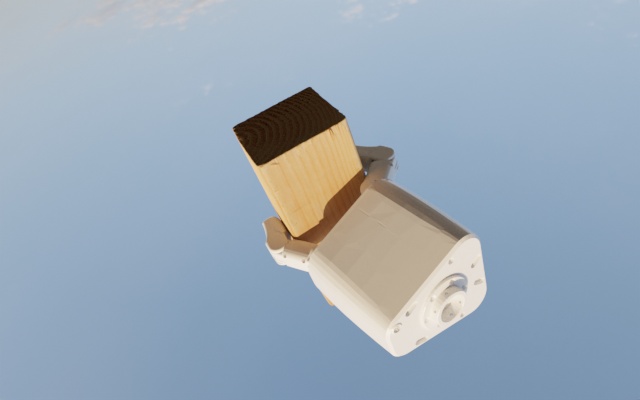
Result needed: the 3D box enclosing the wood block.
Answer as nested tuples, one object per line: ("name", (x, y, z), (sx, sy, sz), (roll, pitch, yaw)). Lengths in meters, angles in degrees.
("wood block", (0.000, 0.002, 0.501), (0.091, 0.206, 0.090), (-29, 40, -7))
